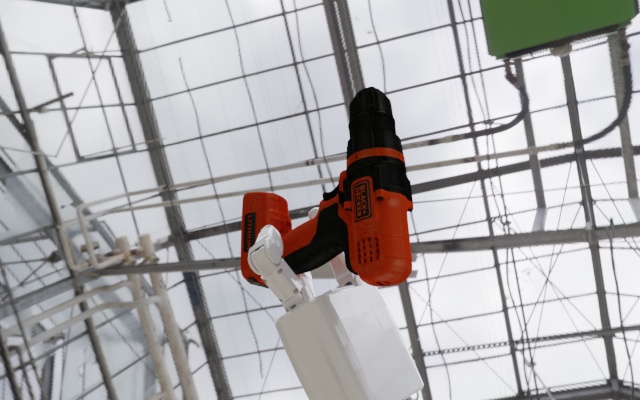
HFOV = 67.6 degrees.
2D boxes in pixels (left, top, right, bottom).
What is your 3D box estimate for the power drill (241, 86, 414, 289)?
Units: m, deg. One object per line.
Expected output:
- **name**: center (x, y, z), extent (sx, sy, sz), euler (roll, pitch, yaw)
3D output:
- **power drill**: center (0.000, 0.002, 0.458), extent (0.057, 0.184, 0.188), euler (20, -32, -40)
